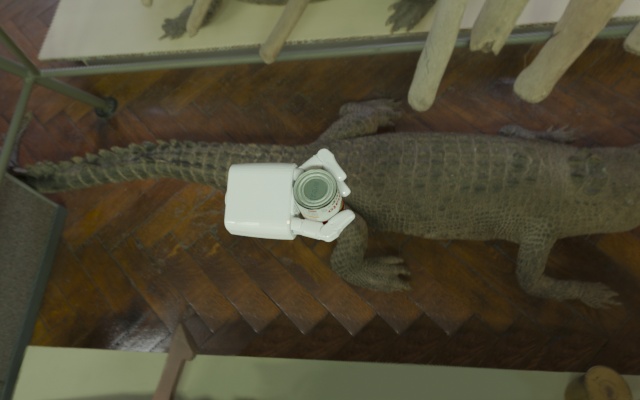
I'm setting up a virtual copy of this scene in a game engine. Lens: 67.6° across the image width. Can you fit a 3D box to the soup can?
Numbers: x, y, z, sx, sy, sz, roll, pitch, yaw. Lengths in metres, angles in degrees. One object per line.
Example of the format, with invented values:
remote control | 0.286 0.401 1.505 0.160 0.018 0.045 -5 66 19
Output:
soup can | 0.001 0.002 0.737 0.068 0.068 0.102 0 -24 11
